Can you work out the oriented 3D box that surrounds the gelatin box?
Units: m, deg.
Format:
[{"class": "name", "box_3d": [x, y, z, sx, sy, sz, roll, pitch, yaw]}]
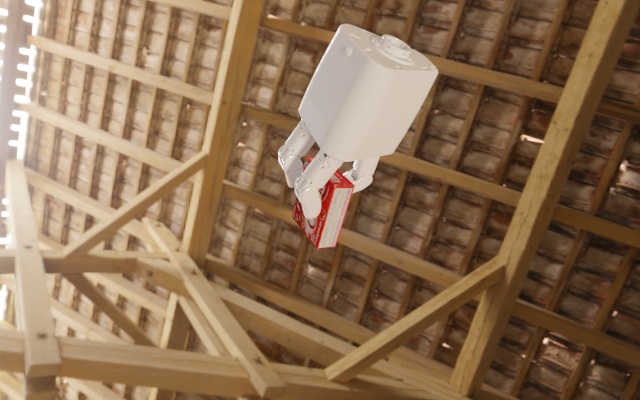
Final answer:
[{"class": "gelatin box", "box_3d": [0.000, 0.002, 0.575, 0.030, 0.089, 0.073, -3, 32, -31]}]
